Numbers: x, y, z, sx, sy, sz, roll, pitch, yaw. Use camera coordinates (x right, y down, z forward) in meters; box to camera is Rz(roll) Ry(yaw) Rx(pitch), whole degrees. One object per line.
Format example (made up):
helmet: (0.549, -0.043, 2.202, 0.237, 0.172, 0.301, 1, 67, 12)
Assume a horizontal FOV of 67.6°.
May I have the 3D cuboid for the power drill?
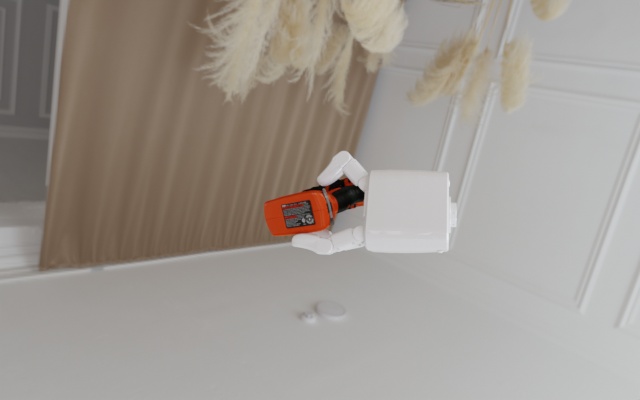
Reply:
power drill: (0.000, 0.003, 0.733, 0.184, 0.057, 0.187, -13, 6, 35)
